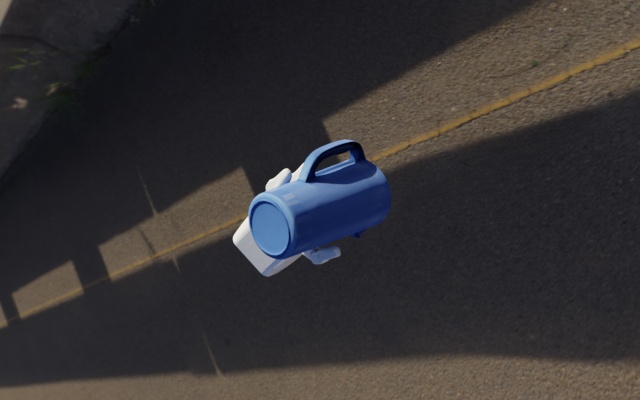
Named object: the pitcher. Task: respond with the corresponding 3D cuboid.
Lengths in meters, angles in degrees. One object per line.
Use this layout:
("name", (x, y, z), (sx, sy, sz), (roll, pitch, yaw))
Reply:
("pitcher", (0.000, 0.003, 0.806), (0.243, 0.149, 0.145), (-20, -18, -46))
